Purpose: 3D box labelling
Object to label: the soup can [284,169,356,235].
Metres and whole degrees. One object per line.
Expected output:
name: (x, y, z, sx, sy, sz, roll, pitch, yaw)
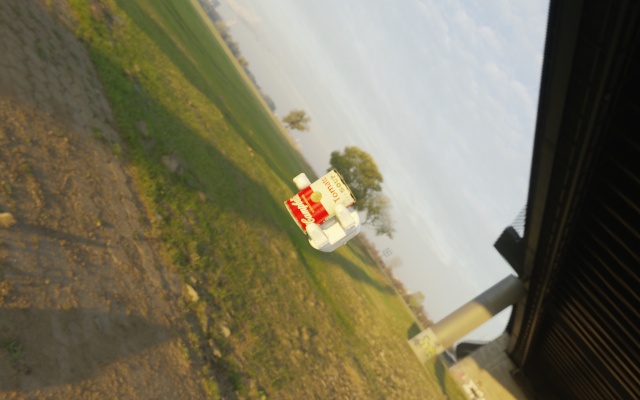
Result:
soup can: (0.000, 0.002, 0.803, 0.102, 0.068, 0.068, -34, -1, 1)
